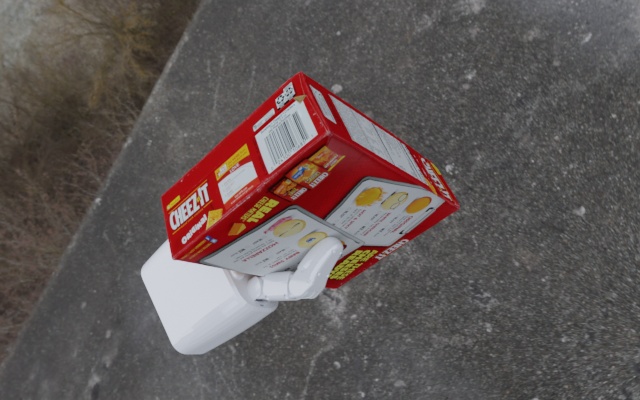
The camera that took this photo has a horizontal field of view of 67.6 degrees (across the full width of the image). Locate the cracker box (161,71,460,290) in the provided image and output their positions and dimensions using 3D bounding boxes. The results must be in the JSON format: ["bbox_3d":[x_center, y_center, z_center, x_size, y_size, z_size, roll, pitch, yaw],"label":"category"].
[{"bbox_3d":[0.000,0.001,0.421,0.164,0.072,0.214,-37,-33,24],"label":"cracker box"}]
